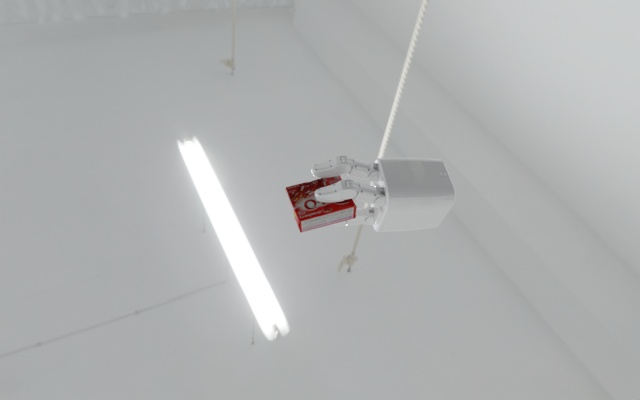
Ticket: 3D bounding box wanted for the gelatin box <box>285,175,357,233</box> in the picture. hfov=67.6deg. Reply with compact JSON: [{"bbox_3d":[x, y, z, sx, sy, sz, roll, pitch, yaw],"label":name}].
[{"bbox_3d":[0.000,0.003,0.711,0.089,0.073,0.030,-15,-42,-11],"label":"gelatin box"}]
